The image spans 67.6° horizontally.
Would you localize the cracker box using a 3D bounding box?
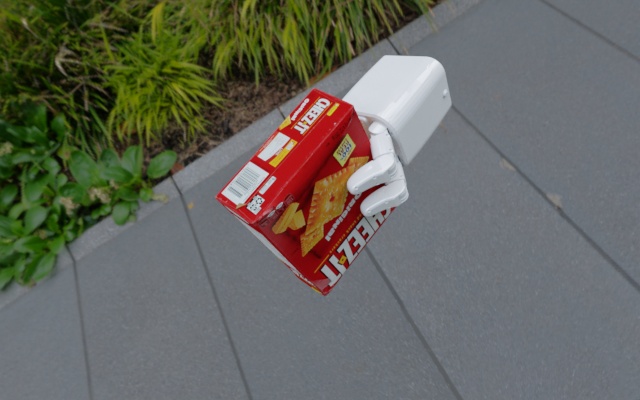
[{"bbox_3d":[0.000,0.002,0.572,0.072,0.164,0.214,32,-14,36],"label":"cracker box"}]
